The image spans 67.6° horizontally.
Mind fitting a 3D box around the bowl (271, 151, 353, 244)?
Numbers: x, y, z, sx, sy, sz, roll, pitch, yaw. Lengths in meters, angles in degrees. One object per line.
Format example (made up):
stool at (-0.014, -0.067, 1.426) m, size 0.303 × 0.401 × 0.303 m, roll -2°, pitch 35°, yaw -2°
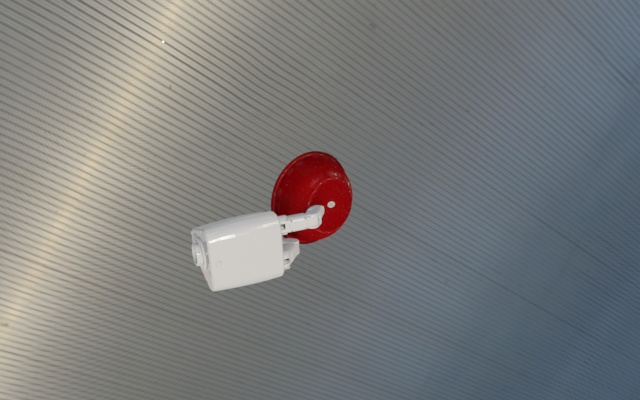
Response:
bowl at (0.001, 0.002, 0.787) m, size 0.162 × 0.162 × 0.055 m, roll 0°, pitch 14°, yaw -39°
